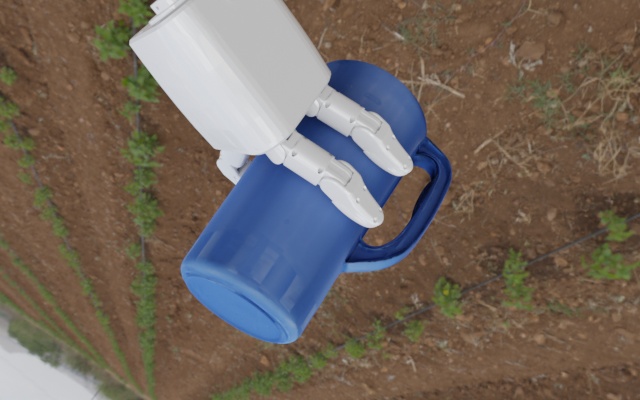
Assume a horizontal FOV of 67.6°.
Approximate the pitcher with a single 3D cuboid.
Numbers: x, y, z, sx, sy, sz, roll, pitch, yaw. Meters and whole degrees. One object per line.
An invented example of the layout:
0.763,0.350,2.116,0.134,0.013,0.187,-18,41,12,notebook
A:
0.000,0.001,0.423,0.149,0.242,0.145,-4,-46,46,pitcher
